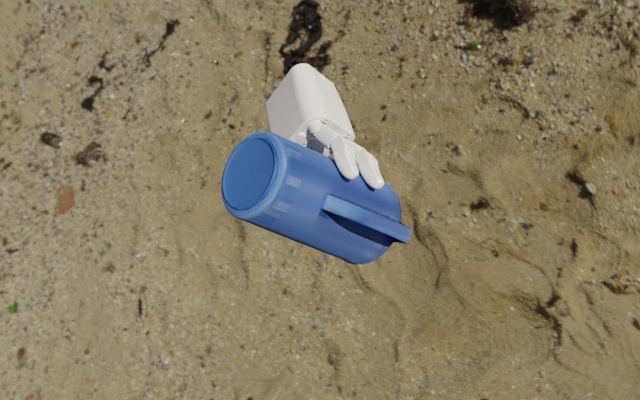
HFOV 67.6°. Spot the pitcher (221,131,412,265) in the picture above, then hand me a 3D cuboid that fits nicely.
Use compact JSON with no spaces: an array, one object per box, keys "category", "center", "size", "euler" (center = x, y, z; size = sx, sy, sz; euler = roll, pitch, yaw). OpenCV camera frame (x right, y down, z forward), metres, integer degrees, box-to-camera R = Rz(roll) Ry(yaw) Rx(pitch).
[{"category":"pitcher","center":[0.000,0.002,0.628],"size":[0.149,0.145,0.243],"euler":[-32,-34,28]}]
